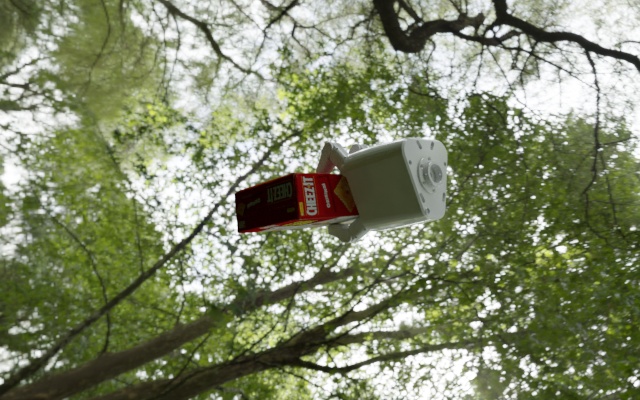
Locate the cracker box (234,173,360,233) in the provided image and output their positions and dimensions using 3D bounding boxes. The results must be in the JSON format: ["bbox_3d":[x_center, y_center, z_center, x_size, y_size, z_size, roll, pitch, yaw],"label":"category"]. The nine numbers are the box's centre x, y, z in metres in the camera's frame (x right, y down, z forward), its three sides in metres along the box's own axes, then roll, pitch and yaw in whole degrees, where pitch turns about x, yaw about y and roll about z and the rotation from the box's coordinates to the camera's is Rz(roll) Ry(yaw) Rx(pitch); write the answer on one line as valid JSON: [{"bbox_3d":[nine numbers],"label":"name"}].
[{"bbox_3d":[0.000,0.003,0.738,0.214,0.072,0.164,-1,-9,-40],"label":"cracker box"}]
